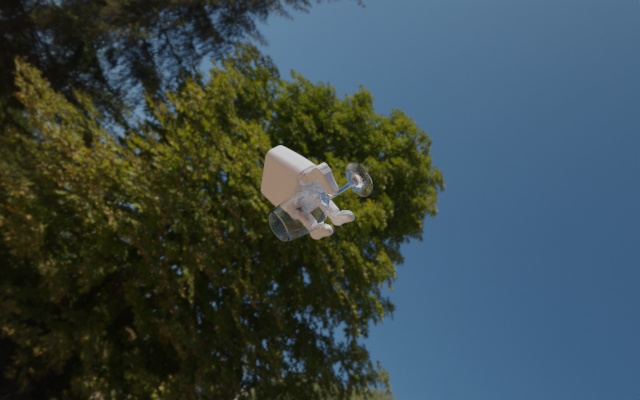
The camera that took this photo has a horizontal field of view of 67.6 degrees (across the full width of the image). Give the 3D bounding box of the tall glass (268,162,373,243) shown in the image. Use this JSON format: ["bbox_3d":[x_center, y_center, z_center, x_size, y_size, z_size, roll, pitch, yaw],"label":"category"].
[{"bbox_3d":[0.001,0.003,0.885,0.201,0.079,0.079,-31,16,-29],"label":"tall glass"}]
